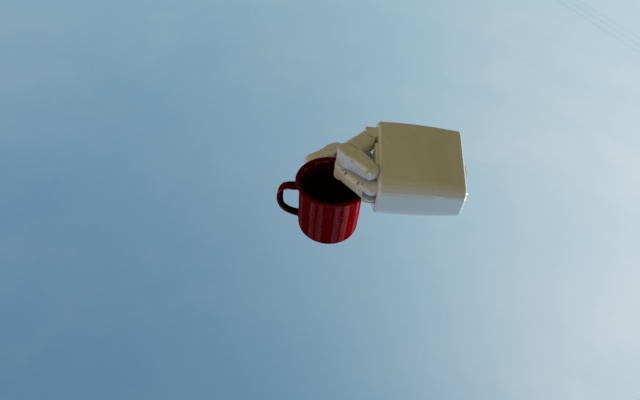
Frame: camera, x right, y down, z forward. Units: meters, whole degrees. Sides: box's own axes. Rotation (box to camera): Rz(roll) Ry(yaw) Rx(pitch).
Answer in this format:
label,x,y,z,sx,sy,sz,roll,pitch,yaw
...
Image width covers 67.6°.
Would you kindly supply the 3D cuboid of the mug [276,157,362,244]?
label,x,y,z,sx,sy,sz,roll,pitch,yaw
mug,-0.001,0.002,0.630,0.117,0.093,0.082,5,-45,-1
